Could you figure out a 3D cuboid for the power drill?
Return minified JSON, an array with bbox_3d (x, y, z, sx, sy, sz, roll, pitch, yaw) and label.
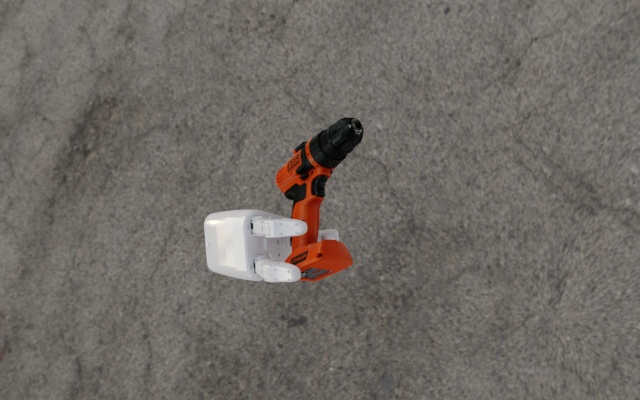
[{"bbox_3d":[0.000,0.003,0.632,0.057,0.187,0.184,13,-29,-28],"label":"power drill"}]
